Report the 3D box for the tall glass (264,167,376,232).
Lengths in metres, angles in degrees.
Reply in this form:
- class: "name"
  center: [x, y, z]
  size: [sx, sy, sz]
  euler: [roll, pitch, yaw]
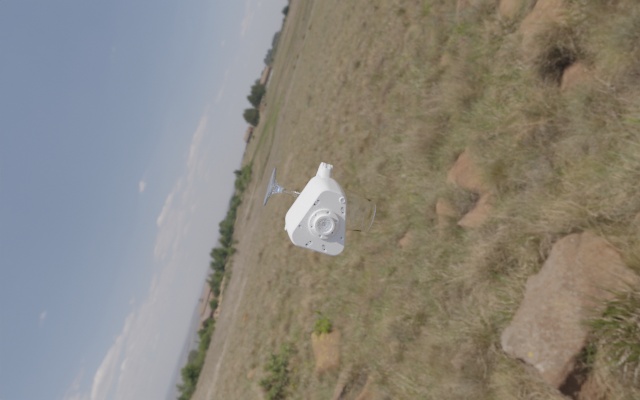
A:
- class: "tall glass"
  center: [-0.001, 0.003, 0.895]
  size: [0.201, 0.079, 0.079]
  euler: [17, -3, -10]
